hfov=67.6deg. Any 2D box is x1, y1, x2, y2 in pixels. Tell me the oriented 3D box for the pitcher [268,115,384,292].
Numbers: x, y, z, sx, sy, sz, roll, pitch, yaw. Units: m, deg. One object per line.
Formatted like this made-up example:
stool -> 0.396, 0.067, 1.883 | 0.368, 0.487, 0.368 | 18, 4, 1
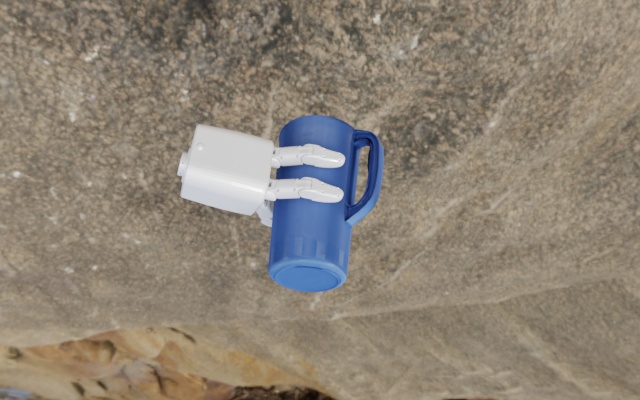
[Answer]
pitcher -> 0.000, 0.002, 0.700 | 0.145, 0.242, 0.149 | 14, -32, -14
